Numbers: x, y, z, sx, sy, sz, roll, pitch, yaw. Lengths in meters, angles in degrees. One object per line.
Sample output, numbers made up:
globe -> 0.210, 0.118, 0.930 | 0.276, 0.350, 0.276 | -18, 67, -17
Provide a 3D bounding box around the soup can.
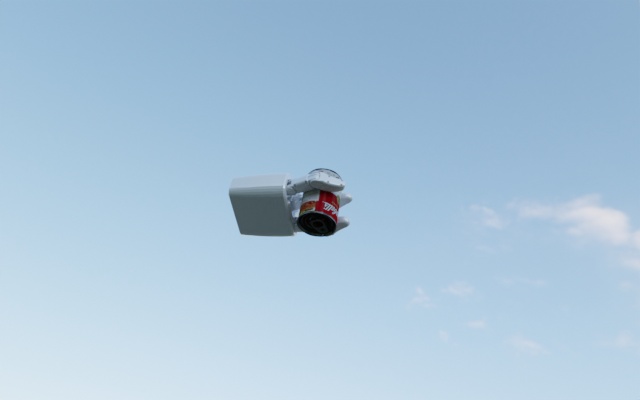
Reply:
soup can -> 0.001, 0.002, 0.828 | 0.068, 0.102, 0.069 | 6, -40, 5
